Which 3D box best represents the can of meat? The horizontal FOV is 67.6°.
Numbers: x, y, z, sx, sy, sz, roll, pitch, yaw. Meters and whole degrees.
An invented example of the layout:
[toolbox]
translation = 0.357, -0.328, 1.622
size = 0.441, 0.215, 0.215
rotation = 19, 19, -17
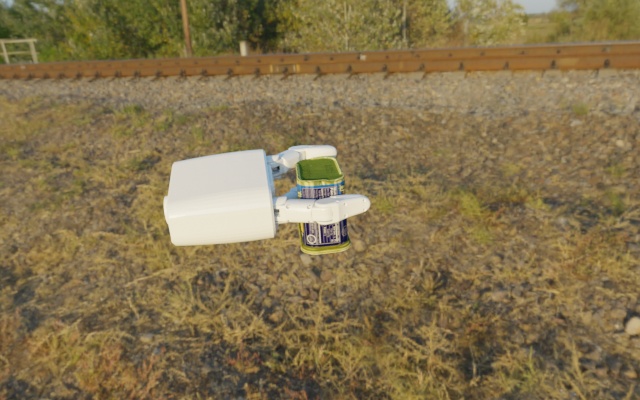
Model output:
[can of meat]
translation = 0.000, 0.002, 0.553
size = 0.057, 0.084, 0.102
rotation = -6, 20, -4
